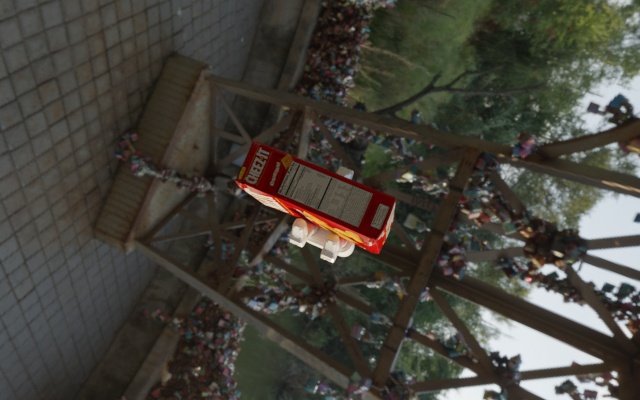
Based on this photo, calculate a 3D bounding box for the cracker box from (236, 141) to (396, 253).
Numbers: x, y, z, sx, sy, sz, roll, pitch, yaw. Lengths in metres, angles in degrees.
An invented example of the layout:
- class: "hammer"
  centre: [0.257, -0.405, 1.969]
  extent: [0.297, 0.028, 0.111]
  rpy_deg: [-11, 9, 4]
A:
- class: "cracker box"
  centre: [0.000, 0.002, 0.707]
  extent: [0.213, 0.072, 0.164]
  rpy_deg: [22, -8, 11]
